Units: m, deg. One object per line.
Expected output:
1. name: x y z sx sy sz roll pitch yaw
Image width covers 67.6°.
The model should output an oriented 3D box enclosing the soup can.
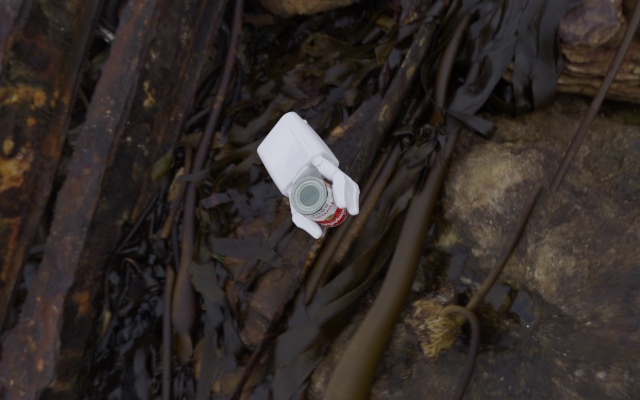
1. soup can: 0.000 0.003 0.815 0.068 0.068 0.102 0 -14 23
